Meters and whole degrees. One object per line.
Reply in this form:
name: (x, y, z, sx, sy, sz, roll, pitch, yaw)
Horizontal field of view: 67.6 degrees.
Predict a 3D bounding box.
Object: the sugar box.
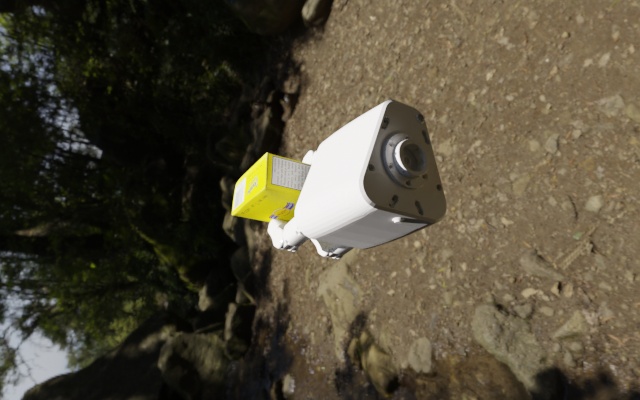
sugar box: (0.000, 0.002, 0.536, 0.176, 0.048, 0.093, 15, -25, -27)
